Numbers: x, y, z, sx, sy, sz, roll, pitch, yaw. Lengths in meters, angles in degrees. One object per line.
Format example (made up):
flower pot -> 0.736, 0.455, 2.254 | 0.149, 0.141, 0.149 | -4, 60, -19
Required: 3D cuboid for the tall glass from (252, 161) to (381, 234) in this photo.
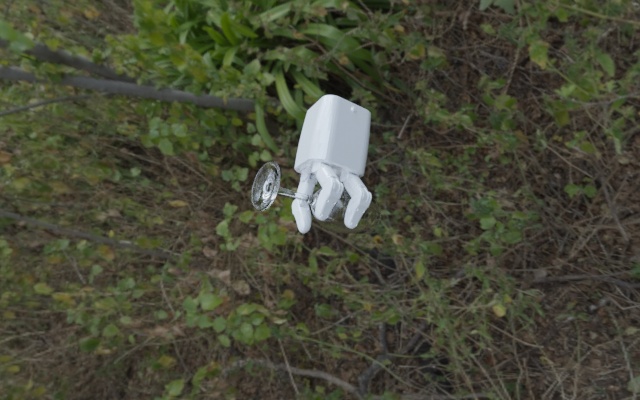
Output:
tall glass -> 0.000, 0.002, 0.733 | 0.201, 0.079, 0.079 | 17, -10, -34
